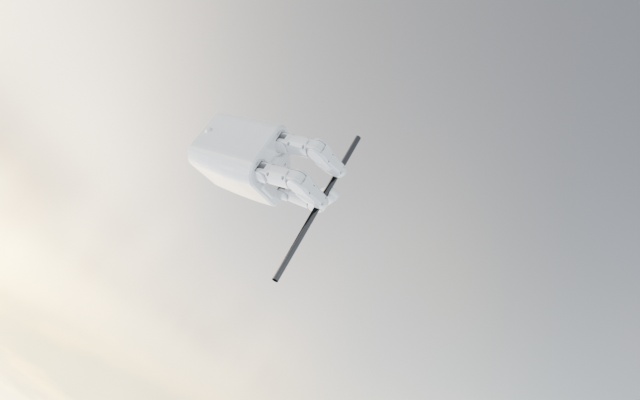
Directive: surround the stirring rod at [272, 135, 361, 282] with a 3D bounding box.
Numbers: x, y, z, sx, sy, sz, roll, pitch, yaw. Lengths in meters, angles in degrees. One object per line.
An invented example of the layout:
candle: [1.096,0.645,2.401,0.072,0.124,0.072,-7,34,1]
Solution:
stirring rod: [0.000,0.002,0.610,0.011,0.239,0.011,22,-30,14]
